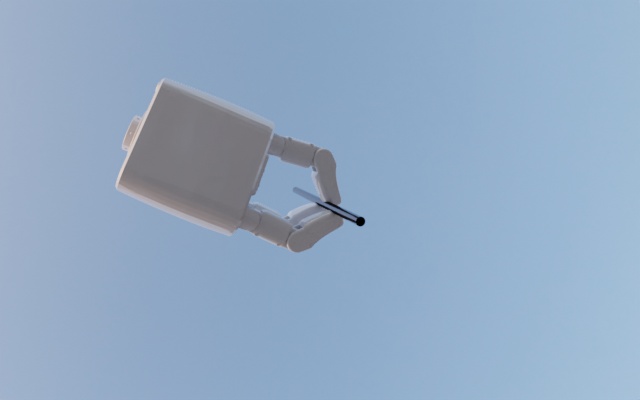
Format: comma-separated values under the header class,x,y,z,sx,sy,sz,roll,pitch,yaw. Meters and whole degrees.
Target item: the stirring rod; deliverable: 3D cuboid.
class,x,y,z,sx,sy,sz,roll,pitch,yaw
stirring rod,0.000,0.002,0.490,0.011,0.011,0.239,0,7,-15
